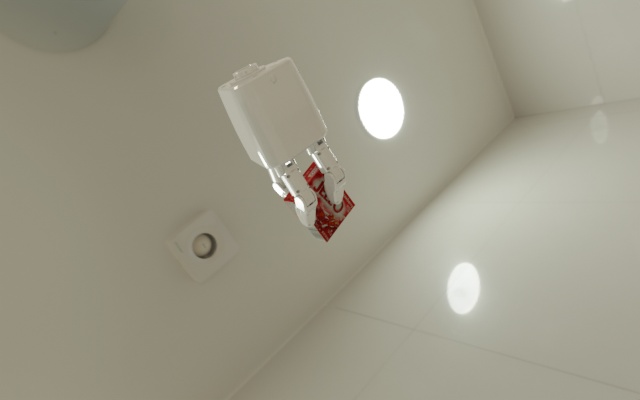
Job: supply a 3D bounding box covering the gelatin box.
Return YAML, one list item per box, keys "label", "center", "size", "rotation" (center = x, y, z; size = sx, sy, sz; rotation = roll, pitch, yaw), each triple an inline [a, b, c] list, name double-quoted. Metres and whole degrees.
- label: "gelatin box"
  center: [0.000, 0.002, 0.667]
  size: [0.030, 0.073, 0.089]
  rotation: [9, -36, 49]
